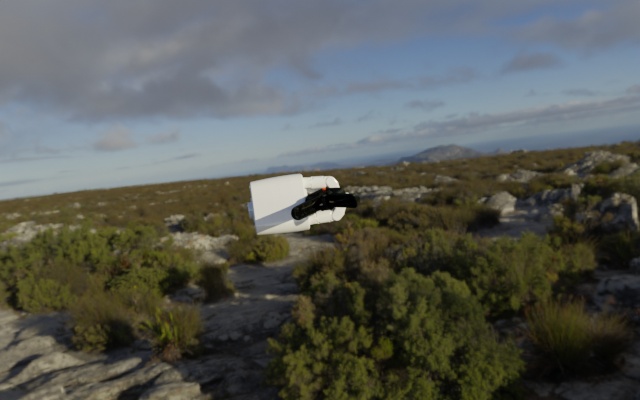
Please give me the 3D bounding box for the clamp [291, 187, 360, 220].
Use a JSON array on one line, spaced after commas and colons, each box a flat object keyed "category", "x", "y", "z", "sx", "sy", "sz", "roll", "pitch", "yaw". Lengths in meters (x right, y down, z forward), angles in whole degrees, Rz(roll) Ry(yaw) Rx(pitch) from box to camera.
[{"category": "clamp", "x": 0.000, "y": 0.002, "z": 0.884, "sx": 0.120, "sy": 0.039, "sz": 0.171, "roll": -8, "pitch": 6, "yaw": -7}]
